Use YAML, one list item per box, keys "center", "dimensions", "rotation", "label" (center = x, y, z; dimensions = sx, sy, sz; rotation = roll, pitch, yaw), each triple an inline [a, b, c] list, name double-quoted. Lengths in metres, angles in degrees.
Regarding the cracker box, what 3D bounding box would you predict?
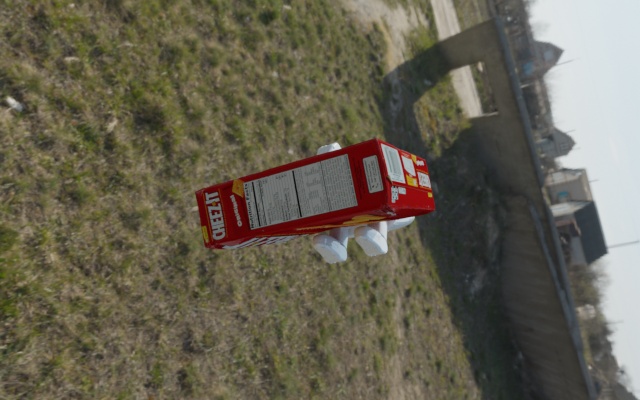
- center: [0.000, 0.002, 0.530]
  dimensions: [0.214, 0.072, 0.164]
  rotation: [-14, -8, 26]
  label: "cracker box"
